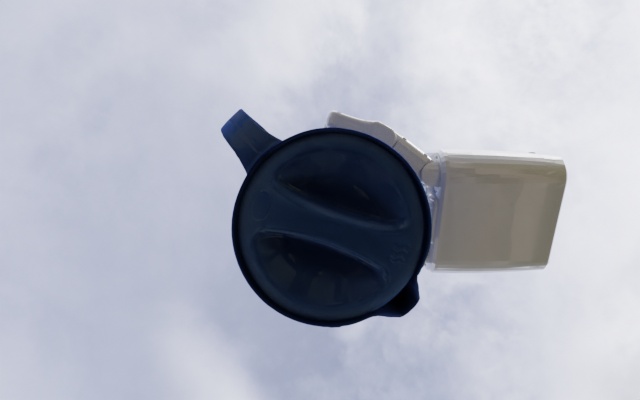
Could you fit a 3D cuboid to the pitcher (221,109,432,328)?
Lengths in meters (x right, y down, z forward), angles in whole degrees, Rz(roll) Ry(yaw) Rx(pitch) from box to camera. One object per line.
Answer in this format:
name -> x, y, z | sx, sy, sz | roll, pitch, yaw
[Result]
pitcher -> 0.000, 0.001, 0.427 | 0.145, 0.149, 0.243 | 0, 5, -1
